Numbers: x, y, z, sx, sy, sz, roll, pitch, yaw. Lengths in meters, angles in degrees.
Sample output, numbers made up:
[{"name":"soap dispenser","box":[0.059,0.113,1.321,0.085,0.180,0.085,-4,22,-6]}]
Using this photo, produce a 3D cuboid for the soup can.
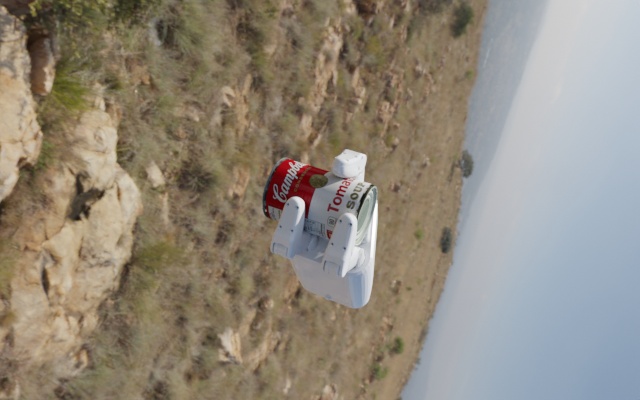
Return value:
[{"name":"soup can","box":[0.000,0.001,0.497,0.102,0.068,0.068,18,6,18]}]
